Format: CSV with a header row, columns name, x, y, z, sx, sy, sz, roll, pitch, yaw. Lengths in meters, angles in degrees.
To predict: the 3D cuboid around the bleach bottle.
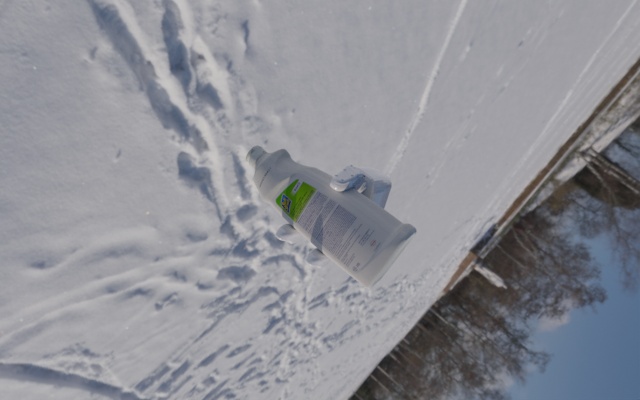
name,x,y,z,sx,sy,sz,roll,pitch,yaw
bleach bottle,0.000,0.002,0.649,0.251,0.102,0.068,39,19,16
